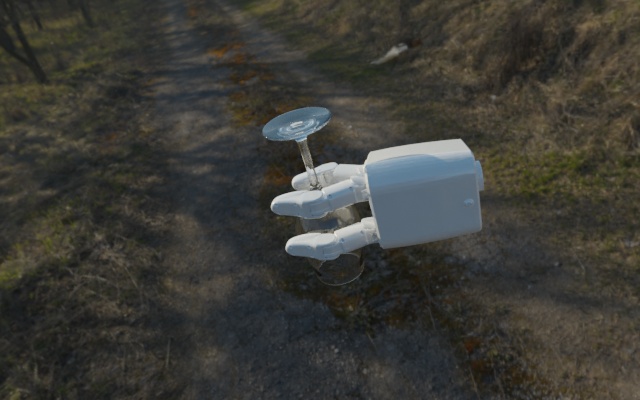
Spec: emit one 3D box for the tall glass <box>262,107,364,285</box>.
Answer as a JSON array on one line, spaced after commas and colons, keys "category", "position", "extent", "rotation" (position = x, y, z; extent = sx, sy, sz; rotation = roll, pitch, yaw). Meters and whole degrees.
[{"category": "tall glass", "position": [0.000, 0.001, 0.541], "extent": [0.079, 0.201, 0.079], "rotation": [-12, 31, 7]}]
